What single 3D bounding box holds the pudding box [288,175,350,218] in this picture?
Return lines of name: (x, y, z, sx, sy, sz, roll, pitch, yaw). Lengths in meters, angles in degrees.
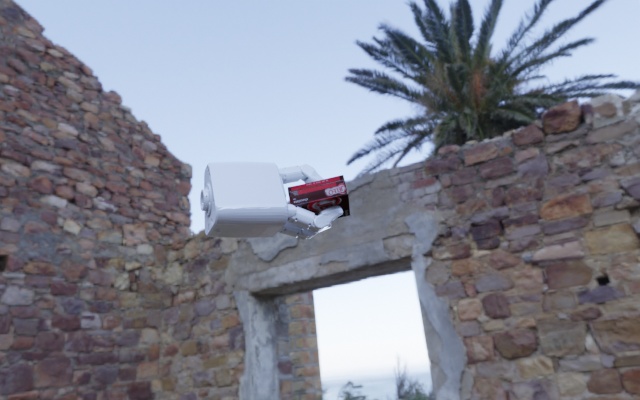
pudding box: (0.000, 0.002, 0.770, 0.090, 0.039, 0.113, -12, -17, 2)
